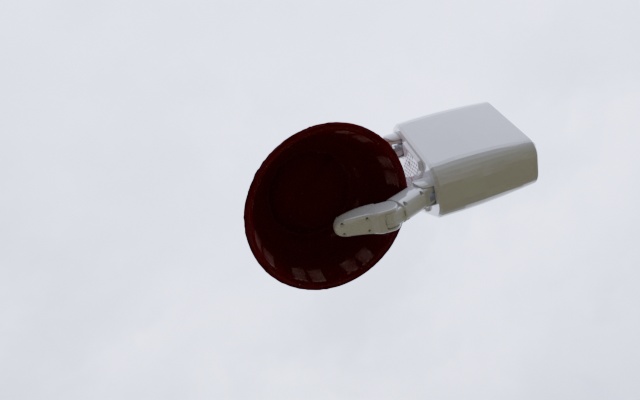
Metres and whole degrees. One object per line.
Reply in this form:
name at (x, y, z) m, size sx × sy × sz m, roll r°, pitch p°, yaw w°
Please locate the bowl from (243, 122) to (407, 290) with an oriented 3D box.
bowl at (-0.001, 0.002, 0.454) m, size 0.162 × 0.162 × 0.055 m, roll 0°, pitch 18°, yaw -24°
